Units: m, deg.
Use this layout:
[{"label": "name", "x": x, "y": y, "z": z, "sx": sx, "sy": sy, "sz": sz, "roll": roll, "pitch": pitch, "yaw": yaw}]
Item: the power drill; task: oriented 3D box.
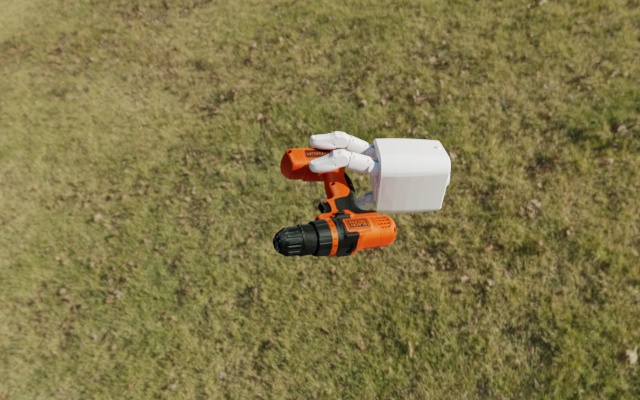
[{"label": "power drill", "x": 0.000, "y": 0.002, "z": 0.712, "sx": 0.184, "sy": 0.187, "sz": 0.057, "roll": -3, "pitch": -41, "yaw": -25}]
